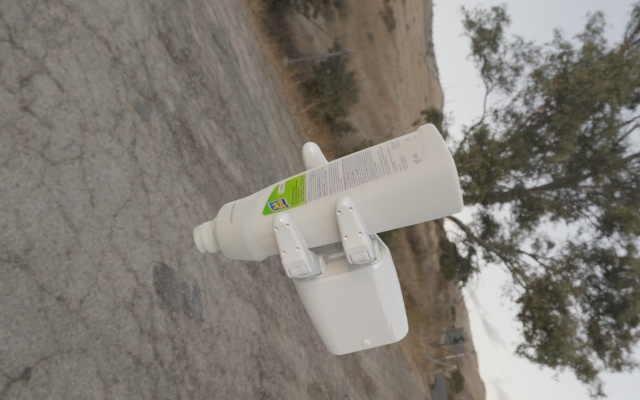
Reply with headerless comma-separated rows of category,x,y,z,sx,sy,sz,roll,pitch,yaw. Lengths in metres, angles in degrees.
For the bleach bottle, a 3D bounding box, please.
bleach bottle,0.000,0.002,0.462,0.251,0.068,0.102,-16,27,9
